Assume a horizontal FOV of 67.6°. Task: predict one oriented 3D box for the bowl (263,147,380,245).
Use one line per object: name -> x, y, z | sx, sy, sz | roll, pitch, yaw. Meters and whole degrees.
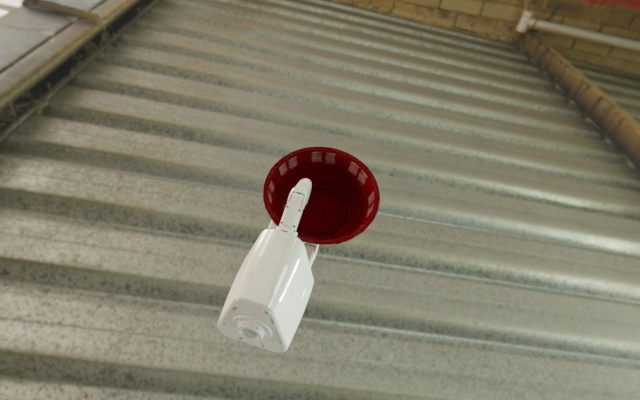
bowl -> 0.001, 0.002, 0.680 | 0.162, 0.162, 0.055 | 0, -32, -5
